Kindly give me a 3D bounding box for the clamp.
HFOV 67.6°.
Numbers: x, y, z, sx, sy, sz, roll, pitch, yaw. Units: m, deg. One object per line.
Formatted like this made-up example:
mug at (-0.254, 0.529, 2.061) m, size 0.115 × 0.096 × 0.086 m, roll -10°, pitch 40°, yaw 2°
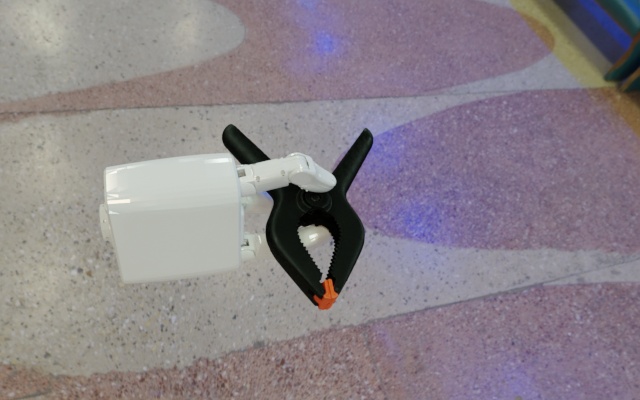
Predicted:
clamp at (0.000, 0.002, 0.472) m, size 0.164 × 0.209 × 0.036 m, roll -7°, pitch -32°, yaw -17°
